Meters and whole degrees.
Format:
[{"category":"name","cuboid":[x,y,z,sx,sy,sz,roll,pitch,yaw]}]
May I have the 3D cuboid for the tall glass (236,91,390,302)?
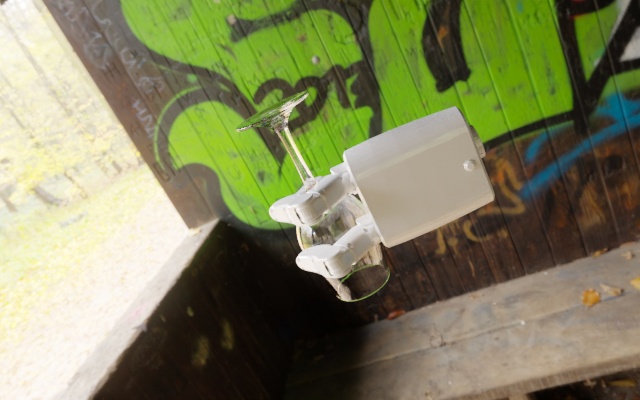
[{"category":"tall glass","cuboid":[0.000,0.001,0.465,0.079,0.201,0.079,-24,19,9]}]
